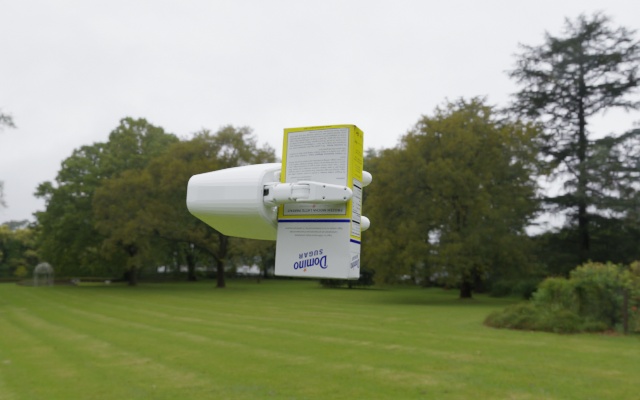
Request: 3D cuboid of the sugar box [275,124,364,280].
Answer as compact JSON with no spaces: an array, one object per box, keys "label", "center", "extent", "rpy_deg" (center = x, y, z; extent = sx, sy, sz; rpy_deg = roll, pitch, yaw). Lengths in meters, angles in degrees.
[{"label":"sugar box","center":[0.000,0.002,0.558],"extent":[0.093,0.176,0.048],"rpy_deg":[0,-7,24]}]
